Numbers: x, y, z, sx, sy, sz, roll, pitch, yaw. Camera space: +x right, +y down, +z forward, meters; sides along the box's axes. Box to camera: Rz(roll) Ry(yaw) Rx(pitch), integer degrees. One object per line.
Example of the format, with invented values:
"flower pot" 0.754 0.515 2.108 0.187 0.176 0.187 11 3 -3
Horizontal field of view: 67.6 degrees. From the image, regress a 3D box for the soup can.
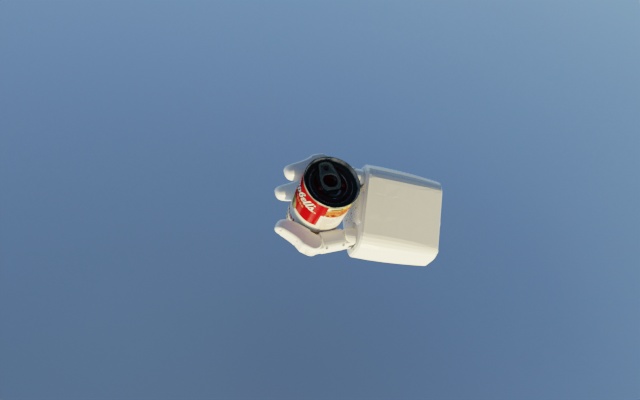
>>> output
"soup can" 0.000 0.002 0.583 0.068 0.068 0.102 0 -28 -18
